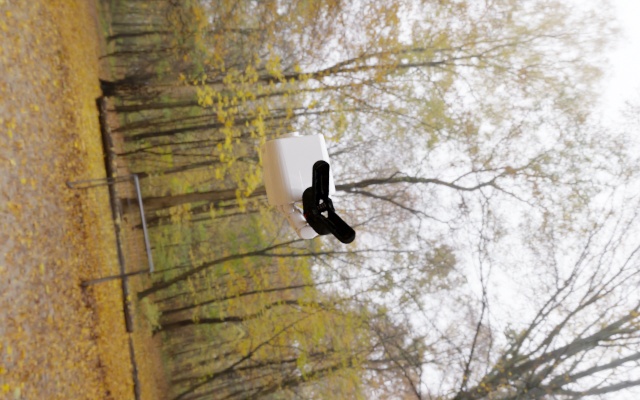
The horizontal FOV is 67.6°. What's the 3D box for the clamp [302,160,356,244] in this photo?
[{"bbox_3d":[0.001,0.002,0.715,0.039,0.120,0.171,-14,3,-18],"label":"clamp"}]
